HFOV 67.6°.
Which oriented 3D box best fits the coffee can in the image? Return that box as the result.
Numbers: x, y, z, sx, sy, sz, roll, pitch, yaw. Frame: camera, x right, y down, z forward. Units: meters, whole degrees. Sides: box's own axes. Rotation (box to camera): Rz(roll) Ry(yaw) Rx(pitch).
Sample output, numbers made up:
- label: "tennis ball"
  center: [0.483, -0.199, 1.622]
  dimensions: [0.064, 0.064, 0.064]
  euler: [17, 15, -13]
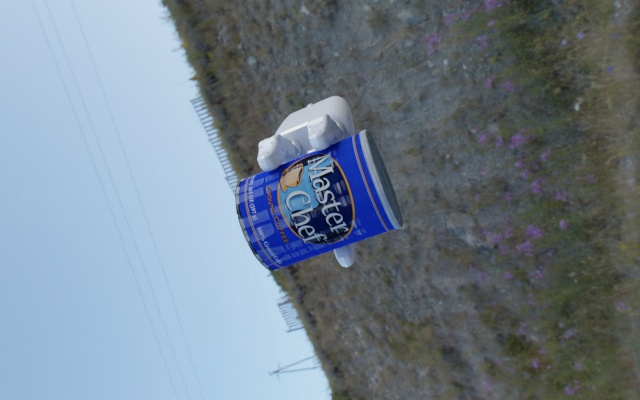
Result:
- label: "coffee can"
  center: [0.000, 0.002, 0.485]
  dimensions: [0.140, 0.103, 0.103]
  euler: [-20, -5, 13]
